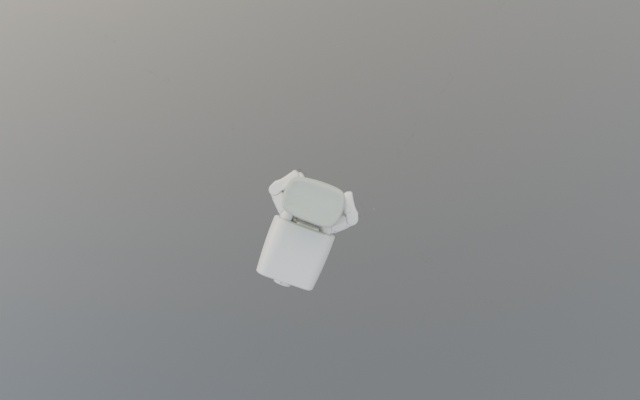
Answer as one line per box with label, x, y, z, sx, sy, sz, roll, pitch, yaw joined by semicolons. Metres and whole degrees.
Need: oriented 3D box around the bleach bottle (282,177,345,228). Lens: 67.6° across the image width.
bleach bottle;0.000;0.003;0.874;0.102;0.068;0.251;20;1;6
